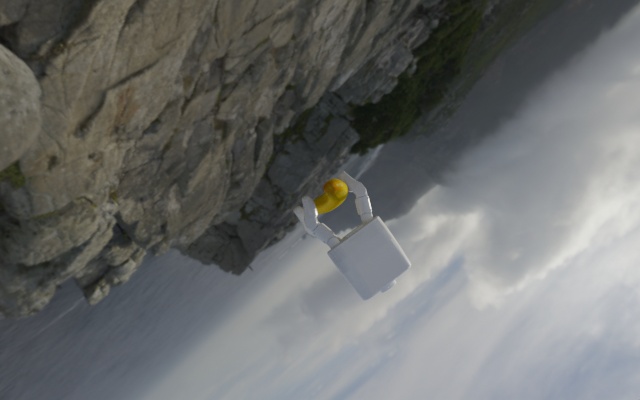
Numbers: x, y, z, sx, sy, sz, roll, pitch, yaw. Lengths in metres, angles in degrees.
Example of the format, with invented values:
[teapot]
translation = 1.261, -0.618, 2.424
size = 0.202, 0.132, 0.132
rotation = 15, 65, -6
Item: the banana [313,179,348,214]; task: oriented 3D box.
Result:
[banana]
translation = 0.015, -0.004, 0.855
size = 0.069, 0.037, 0.198
rotation = -27, -7, -21
